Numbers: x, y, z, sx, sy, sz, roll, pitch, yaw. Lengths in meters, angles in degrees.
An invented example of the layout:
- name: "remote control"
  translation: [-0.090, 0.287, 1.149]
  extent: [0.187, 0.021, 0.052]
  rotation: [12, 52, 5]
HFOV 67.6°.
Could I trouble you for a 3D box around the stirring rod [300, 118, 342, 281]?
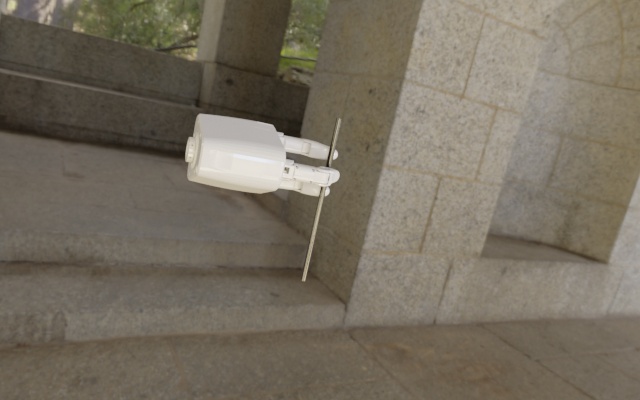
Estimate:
- name: "stirring rod"
  translation: [0.000, 0.002, 0.681]
  extent: [0.011, 0.239, 0.011]
  rotation: [12, 11, -2]
